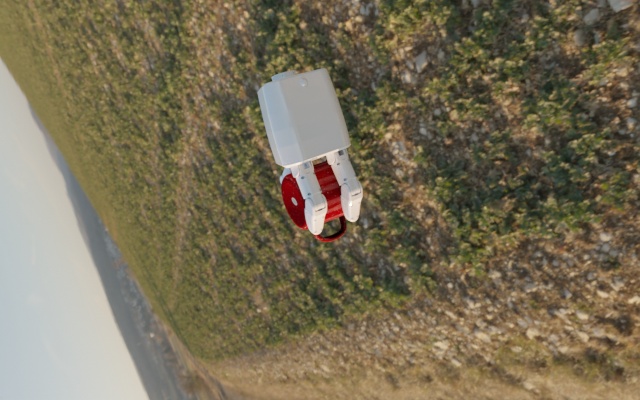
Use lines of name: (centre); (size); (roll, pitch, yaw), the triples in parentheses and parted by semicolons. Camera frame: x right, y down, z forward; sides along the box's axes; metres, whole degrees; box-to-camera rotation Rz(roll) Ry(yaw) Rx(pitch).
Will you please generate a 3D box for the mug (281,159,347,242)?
mug: (0.000, 0.004, 0.680); (0.081, 0.117, 0.093); (-21, 10, -24)
